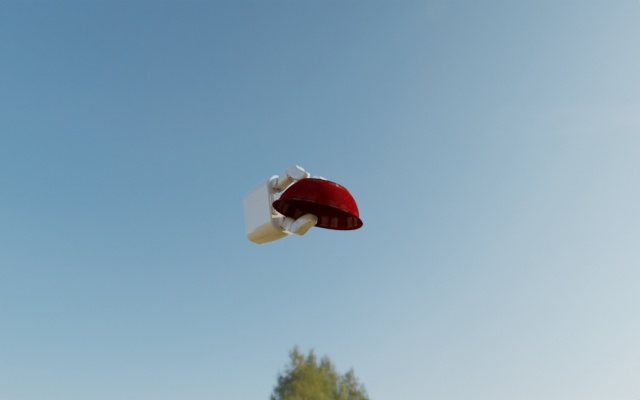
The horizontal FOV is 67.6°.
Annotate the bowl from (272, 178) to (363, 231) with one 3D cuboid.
[{"bbox_3d":[0.001,0.002,0.836,0.162,0.055,0.162,12,-16,4],"label":"bowl"}]
